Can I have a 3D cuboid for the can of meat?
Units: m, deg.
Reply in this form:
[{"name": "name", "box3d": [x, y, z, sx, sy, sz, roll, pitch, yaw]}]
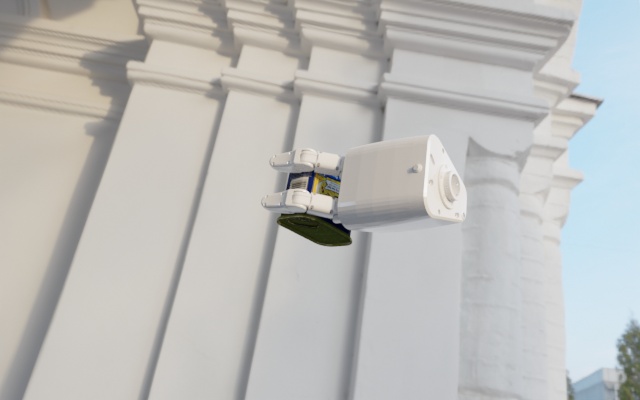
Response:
[{"name": "can of meat", "box3d": [0.000, 0.002, 0.599, 0.057, 0.084, 0.102, -10, -29, 40]}]
